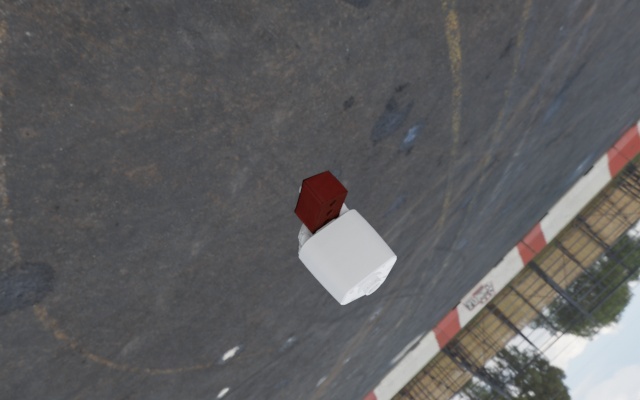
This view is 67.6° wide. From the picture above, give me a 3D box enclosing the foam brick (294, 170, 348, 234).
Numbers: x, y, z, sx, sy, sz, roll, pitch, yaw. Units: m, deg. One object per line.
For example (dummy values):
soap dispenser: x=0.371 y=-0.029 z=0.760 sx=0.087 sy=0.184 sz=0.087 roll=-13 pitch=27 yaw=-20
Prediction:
foam brick: x=0.000 y=0.002 z=0.742 sx=0.053 sy=0.051 sz=0.078 roll=-24 pitch=-31 yaw=-32
